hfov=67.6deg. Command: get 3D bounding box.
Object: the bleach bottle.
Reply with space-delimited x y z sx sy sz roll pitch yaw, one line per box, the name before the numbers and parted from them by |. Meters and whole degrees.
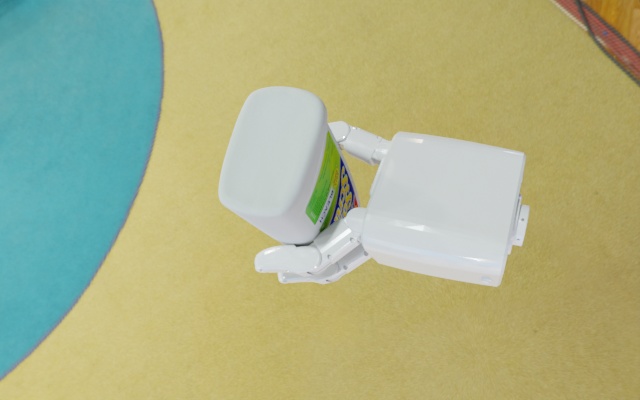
bleach bottle | 0.000 0.002 0.444 0.068 0.102 0.251 12 -13 21
